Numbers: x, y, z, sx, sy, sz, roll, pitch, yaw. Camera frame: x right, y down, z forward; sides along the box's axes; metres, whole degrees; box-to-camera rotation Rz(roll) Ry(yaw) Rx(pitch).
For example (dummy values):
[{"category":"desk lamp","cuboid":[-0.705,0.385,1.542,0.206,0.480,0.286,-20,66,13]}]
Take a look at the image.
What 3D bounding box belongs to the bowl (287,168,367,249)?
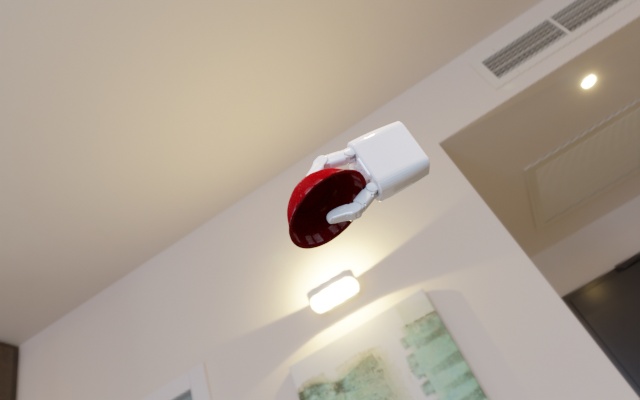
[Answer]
[{"category":"bowl","cuboid":[-0.001,0.003,0.804,0.162,0.162,0.055,0,35,-47]}]
